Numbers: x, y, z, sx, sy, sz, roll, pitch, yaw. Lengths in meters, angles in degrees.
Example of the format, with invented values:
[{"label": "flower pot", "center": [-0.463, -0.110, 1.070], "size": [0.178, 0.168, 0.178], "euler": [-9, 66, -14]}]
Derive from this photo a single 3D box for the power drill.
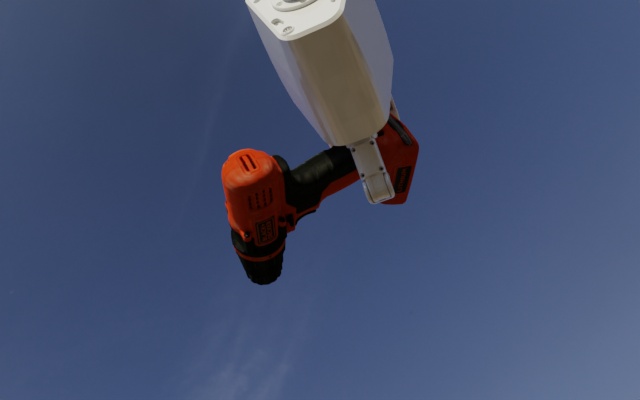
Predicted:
[{"label": "power drill", "center": [0.000, 0.001, 0.470], "size": [0.187, 0.057, 0.185], "euler": [-25, -32, -18]}]
